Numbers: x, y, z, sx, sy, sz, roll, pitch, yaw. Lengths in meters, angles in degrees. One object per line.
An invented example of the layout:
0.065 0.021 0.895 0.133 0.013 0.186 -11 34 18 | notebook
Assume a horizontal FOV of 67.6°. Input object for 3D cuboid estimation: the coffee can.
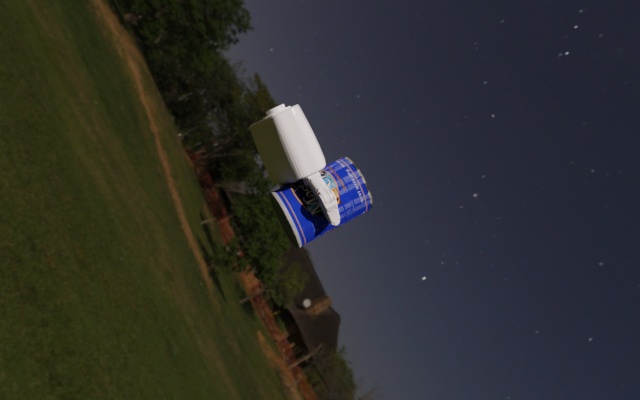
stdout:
0.000 0.003 0.792 0.140 0.103 0.103 -27 6 -12 | coffee can
